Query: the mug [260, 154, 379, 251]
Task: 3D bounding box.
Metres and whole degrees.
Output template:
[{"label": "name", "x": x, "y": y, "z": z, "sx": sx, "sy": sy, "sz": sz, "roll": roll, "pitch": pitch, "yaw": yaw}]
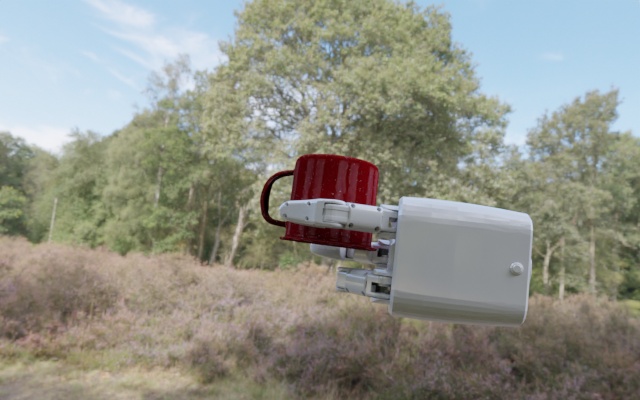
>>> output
[{"label": "mug", "x": -0.001, "y": 0.001, "z": 0.461, "sx": 0.117, "sy": 0.081, "sz": 0.093, "roll": 6, "pitch": -6, "yaw": 8}]
